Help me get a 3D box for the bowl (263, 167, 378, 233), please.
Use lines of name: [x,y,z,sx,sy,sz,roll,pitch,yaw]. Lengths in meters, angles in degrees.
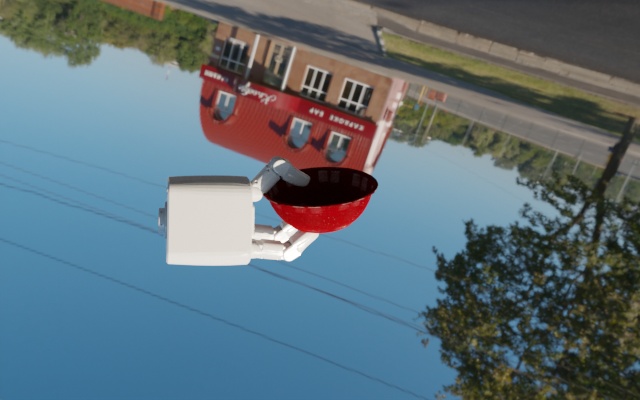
bowl: [0.001,0.003,0.670,0.162,0.055,0.162,-3,22,1]
